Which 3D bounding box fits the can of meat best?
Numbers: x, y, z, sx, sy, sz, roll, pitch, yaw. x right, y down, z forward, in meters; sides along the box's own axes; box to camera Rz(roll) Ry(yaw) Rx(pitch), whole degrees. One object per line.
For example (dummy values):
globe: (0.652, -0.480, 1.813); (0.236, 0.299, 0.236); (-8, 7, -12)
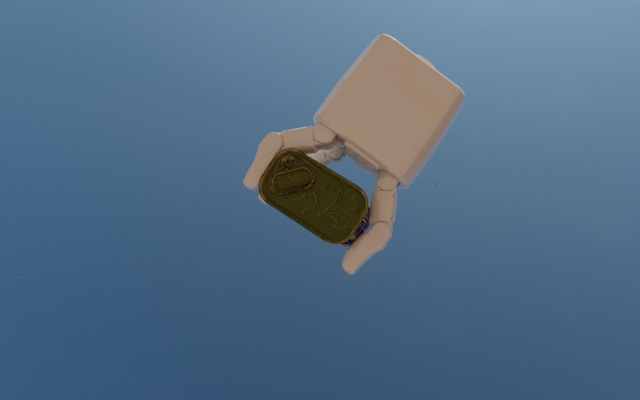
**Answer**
can of meat: (0.000, 0.002, 0.468); (0.102, 0.057, 0.084); (32, -2, 14)
